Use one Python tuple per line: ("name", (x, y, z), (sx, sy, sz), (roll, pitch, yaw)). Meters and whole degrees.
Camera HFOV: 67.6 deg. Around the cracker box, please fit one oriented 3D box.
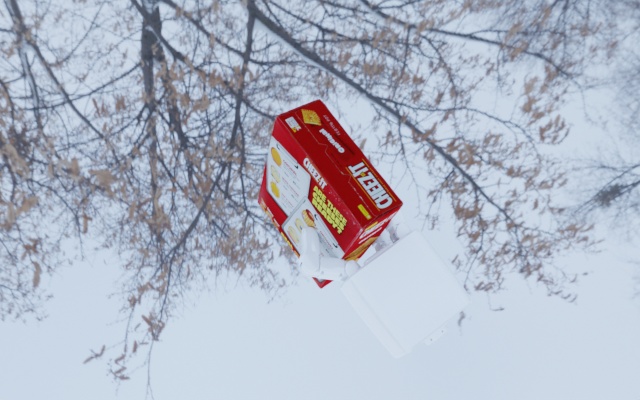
("cracker box", (0.000, 0.002, 0.613), (0.072, 0.164, 0.214), (-30, -17, -26))
